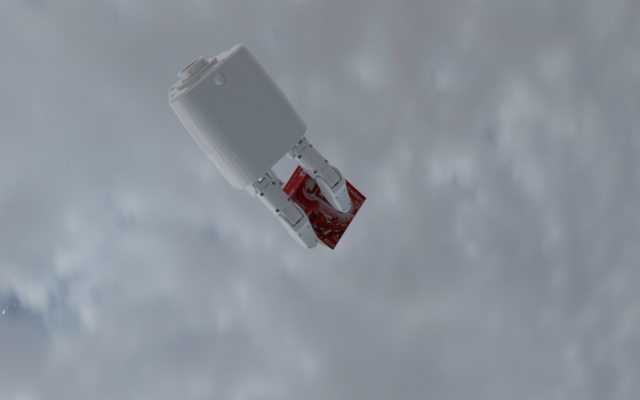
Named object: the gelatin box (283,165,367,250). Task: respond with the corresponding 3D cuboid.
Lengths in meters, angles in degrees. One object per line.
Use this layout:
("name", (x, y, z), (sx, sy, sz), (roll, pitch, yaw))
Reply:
("gelatin box", (0.000, 0.002, 0.533), (0.089, 0.073, 0.030), (40, -12, -35))
